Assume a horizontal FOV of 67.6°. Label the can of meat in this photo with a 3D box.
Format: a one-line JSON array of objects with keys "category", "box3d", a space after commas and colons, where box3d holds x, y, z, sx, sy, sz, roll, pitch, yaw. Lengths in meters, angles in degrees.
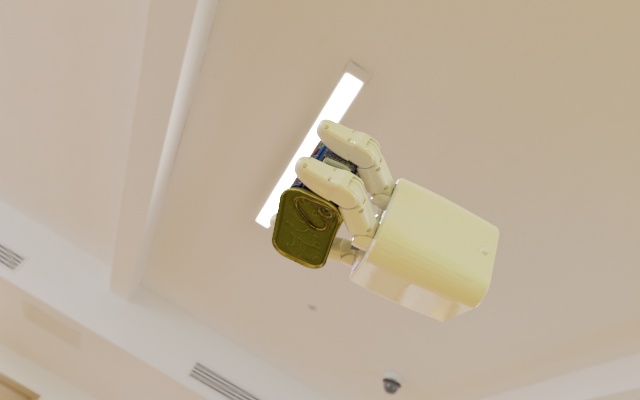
[{"category": "can of meat", "box3d": [0.000, 0.001, 0.460, 0.057, 0.084, 0.102, 24, -40, 7]}]
